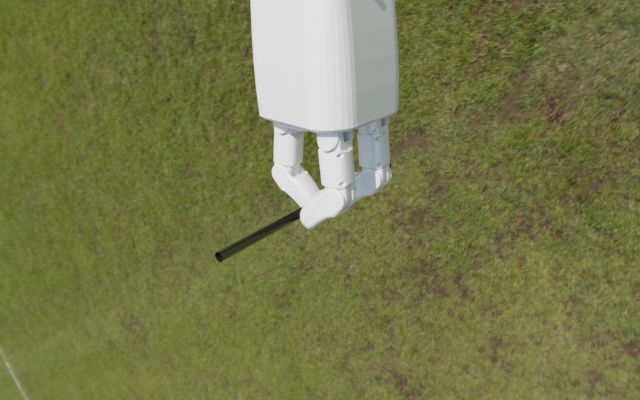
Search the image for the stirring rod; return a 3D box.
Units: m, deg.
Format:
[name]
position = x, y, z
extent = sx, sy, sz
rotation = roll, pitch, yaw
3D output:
[stirring rod]
position = 0.000, 0.001, 0.430
extent = 0.011, 0.011, 0.239
rotation = 0, 19, 40
